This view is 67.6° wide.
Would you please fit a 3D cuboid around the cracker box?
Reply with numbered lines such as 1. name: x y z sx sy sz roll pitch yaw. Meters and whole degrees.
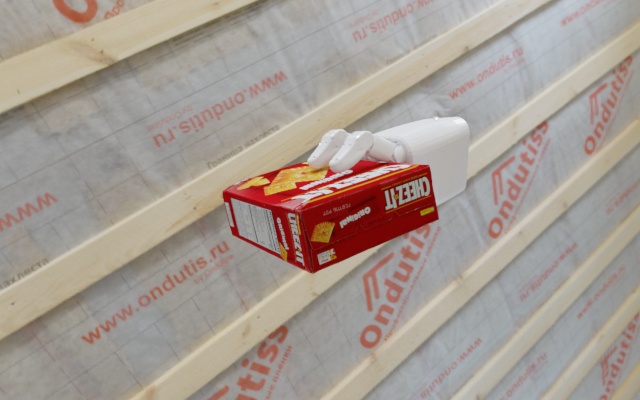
1. cracker box: 0.000 0.002 0.555 0.164 0.072 0.213 -20 16 -27
